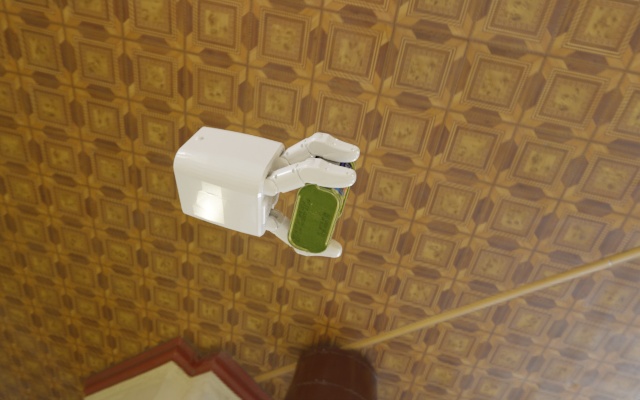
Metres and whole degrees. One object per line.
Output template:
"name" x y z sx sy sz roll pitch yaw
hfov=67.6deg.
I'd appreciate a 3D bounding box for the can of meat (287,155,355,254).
"can of meat" 0.000 0.002 0.576 0.057 0.102 0.084 18 34 3
